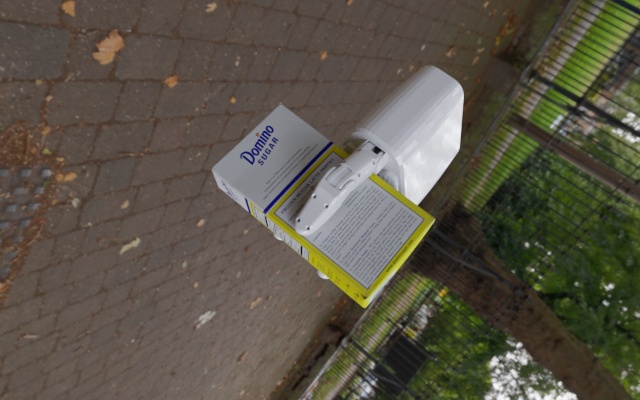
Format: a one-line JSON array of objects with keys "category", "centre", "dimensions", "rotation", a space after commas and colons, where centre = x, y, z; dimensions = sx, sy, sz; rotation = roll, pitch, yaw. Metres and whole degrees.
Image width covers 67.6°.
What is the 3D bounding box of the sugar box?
[{"category": "sugar box", "centre": [0.000, 0.002, 0.423], "dimensions": [0.176, 0.093, 0.048], "rotation": [38, -19, 16]}]
